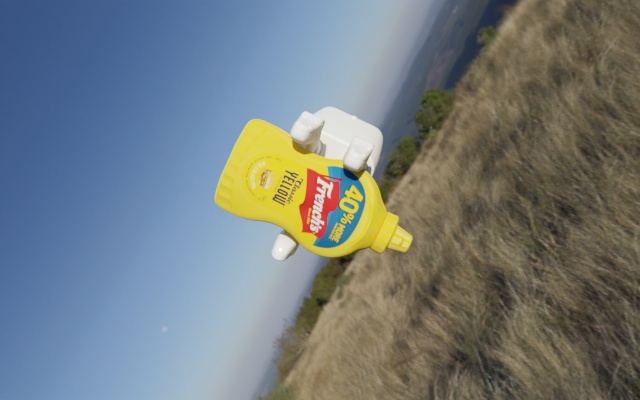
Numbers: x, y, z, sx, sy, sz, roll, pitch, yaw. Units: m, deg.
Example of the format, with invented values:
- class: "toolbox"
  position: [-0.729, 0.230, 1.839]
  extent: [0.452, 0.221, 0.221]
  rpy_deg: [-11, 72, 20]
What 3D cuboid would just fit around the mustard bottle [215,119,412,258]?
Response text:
- class: "mustard bottle"
  position: [0.000, 0.002, 0.470]
  extent: [0.191, 0.096, 0.058]
  rpy_deg: [26, 5, 3]
